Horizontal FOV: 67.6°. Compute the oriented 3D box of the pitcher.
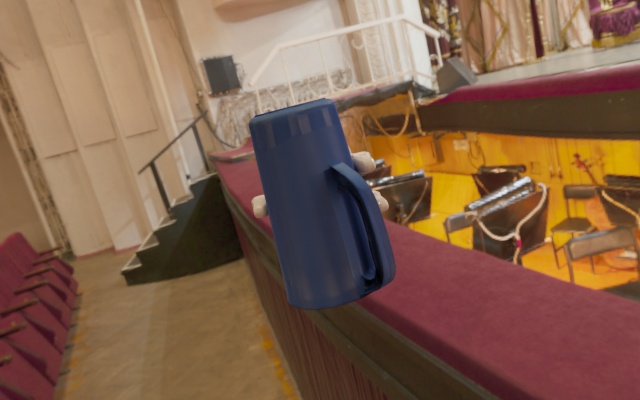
[{"bbox_3d":[0.000,0.002,0.590,0.149,0.243,0.145,-13,12,9],"label":"pitcher"}]
